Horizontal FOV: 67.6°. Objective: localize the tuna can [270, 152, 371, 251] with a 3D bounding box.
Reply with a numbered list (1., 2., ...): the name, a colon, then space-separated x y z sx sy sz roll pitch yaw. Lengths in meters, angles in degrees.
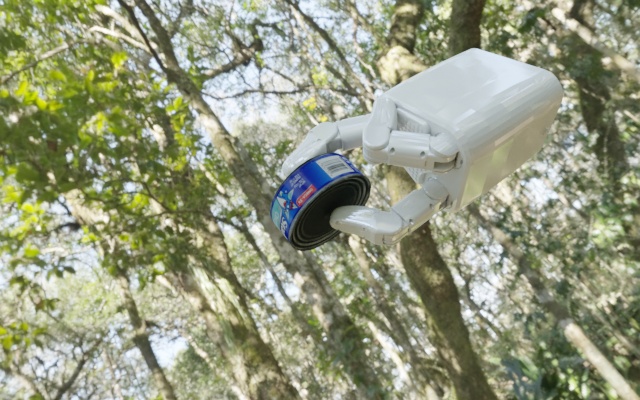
1. tuna can: 0.000 0.001 0.408 0.086 0.086 0.033 0 41 -53
